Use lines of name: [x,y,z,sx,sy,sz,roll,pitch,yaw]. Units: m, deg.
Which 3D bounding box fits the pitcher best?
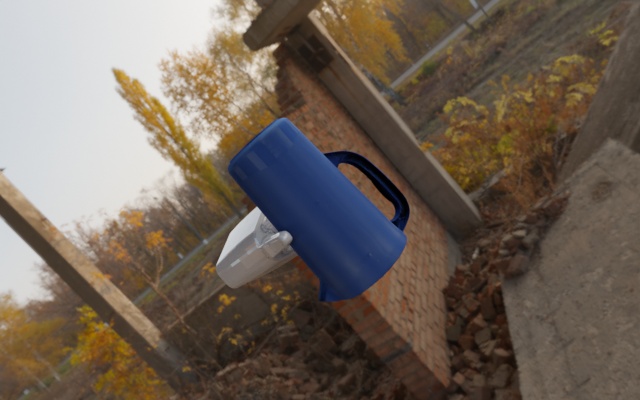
pitcher: [0.000,0.002,0.653,0.145,0.243,0.149,-38,8,32]
